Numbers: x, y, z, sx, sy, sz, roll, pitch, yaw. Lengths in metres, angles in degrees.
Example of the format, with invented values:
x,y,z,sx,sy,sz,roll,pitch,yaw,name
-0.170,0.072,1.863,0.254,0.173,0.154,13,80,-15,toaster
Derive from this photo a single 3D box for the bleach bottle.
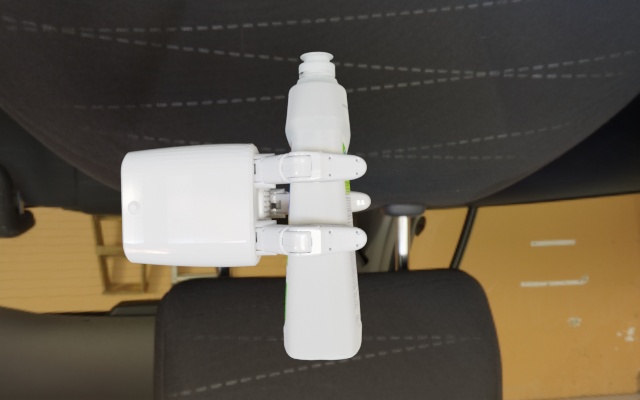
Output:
x,y,z,sx,sy,sz,roll,pitch,yaw,name
0.000,0.001,0.421,0.068,0.251,0.102,-1,0,2,bleach bottle
